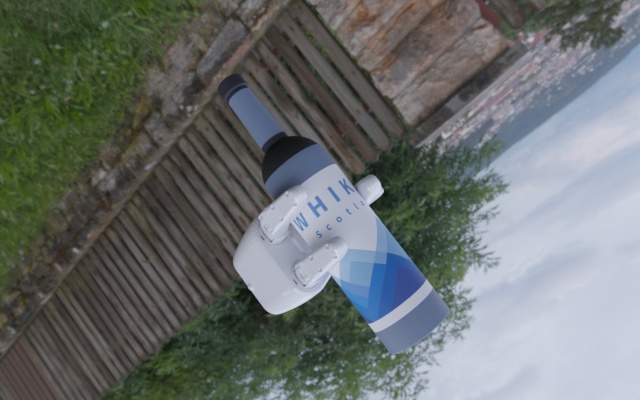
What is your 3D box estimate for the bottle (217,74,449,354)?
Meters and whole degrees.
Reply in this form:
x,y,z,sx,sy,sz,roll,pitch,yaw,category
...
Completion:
x,y,z,sx,sy,sz,roll,pitch,yaw,category
0.000,0.002,0.446,0.069,0.295,0.069,-37,-7,-5,bottle
